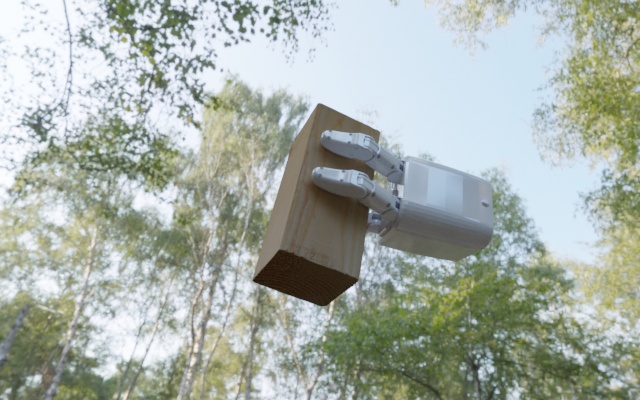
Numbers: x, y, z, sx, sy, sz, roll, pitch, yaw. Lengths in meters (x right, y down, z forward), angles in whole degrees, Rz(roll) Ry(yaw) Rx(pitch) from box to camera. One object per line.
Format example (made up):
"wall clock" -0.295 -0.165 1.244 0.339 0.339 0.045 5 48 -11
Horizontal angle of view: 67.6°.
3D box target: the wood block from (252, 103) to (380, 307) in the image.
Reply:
"wood block" 0.000 0.002 0.551 0.090 0.206 0.091 23 -37 -13
